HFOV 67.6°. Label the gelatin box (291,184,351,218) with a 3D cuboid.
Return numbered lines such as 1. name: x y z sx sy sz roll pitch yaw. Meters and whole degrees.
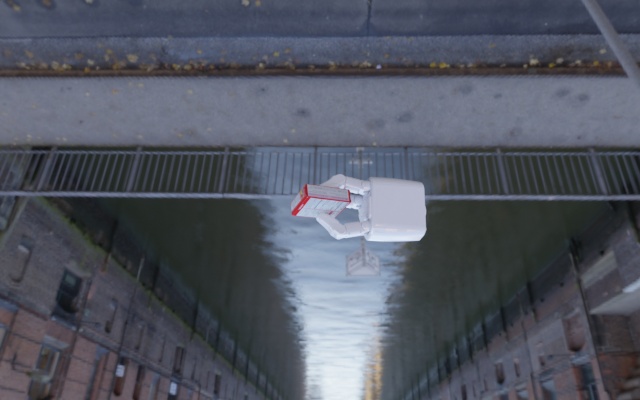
1. gelatin box: 0.000 0.003 0.861 0.089 0.030 0.073 6 -30 -24
